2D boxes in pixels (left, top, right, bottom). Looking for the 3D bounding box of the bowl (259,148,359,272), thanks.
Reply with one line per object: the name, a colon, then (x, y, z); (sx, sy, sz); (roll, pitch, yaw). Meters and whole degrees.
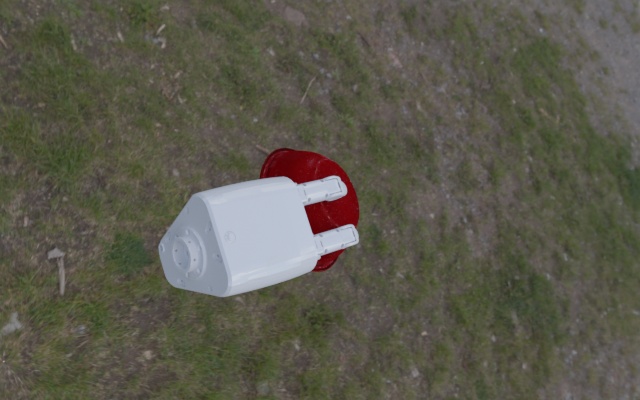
bowl: (0.001, 0.001, 0.581); (0.055, 0.162, 0.162); (-22, -12, 31)
